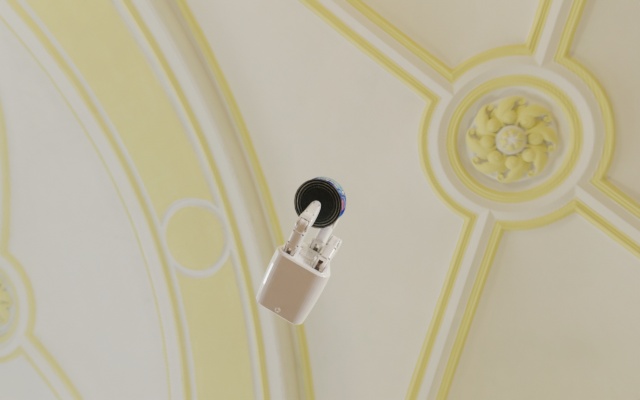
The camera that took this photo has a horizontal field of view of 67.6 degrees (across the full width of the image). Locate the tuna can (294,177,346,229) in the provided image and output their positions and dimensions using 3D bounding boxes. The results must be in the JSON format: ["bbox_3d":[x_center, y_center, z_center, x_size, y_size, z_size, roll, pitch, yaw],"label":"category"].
[{"bbox_3d":[0.000,0.003,0.818,0.086,0.086,0.033,0,11,19],"label":"tuna can"}]
